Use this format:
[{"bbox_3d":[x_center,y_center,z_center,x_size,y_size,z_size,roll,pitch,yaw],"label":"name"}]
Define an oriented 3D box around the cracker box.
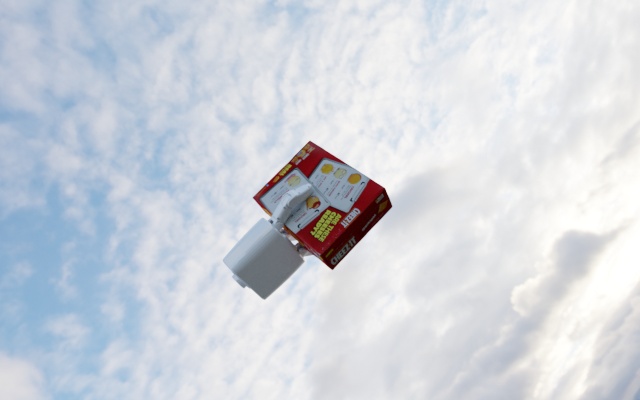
[{"bbox_3d":[0.000,0.003,0.888,0.213,0.164,0.072,37,-12,39],"label":"cracker box"}]
